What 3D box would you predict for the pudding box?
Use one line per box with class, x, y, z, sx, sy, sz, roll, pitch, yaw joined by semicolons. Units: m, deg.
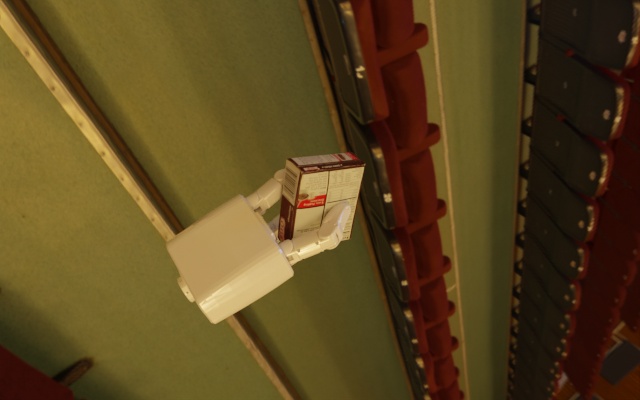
pudding box;0.000;0.002;0.575;0.090;0.114;0.039;-9;36;-30
